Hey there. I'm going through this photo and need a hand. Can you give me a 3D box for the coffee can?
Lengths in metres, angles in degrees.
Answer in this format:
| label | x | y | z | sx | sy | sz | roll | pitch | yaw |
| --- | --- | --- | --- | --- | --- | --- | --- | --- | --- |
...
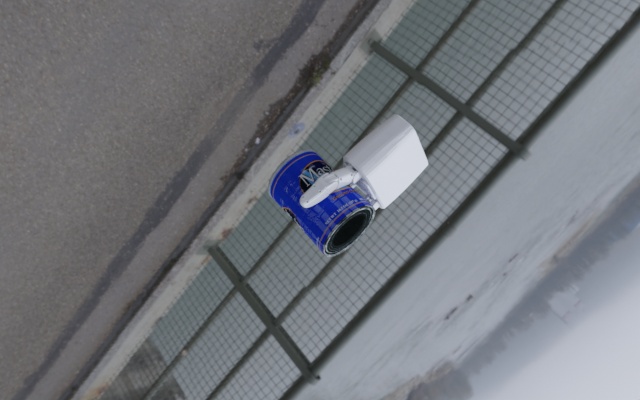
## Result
| label | x | y | z | sx | sy | sz | roll | pitch | yaw |
| --- | --- | --- | --- | --- | --- | --- | --- | --- | --- |
| coffee can | 0.000 | 0.002 | 0.741 | 0.140 | 0.103 | 0.103 | 45 | 23 | 25 |
